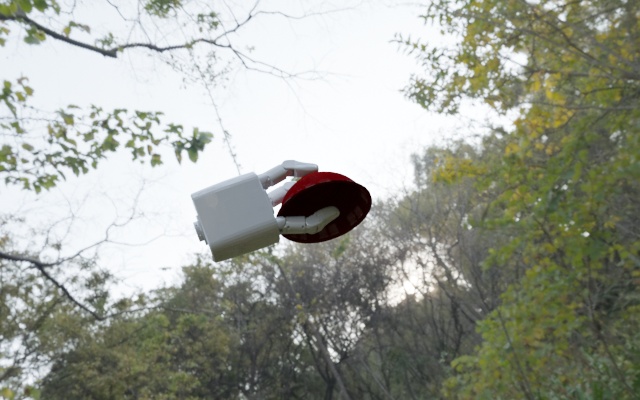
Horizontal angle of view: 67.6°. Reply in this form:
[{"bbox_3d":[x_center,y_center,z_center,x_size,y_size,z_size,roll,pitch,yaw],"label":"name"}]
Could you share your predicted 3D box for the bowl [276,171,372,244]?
[{"bbox_3d":[0.001,0.002,0.780,0.162,0.055,0.162,-12,-37,-9],"label":"bowl"}]
